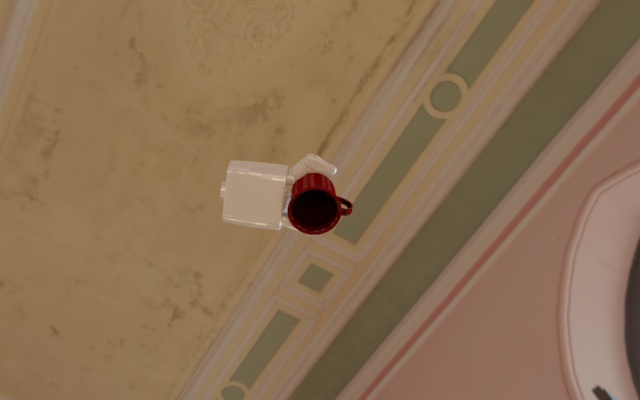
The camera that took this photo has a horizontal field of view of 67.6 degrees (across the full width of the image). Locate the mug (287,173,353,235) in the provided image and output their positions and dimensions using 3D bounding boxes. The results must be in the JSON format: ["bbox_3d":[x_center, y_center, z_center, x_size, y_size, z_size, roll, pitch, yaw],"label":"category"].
[{"bbox_3d":[0.002,0.003,0.848,0.117,0.093,0.081,7,25,-6],"label":"mug"}]
